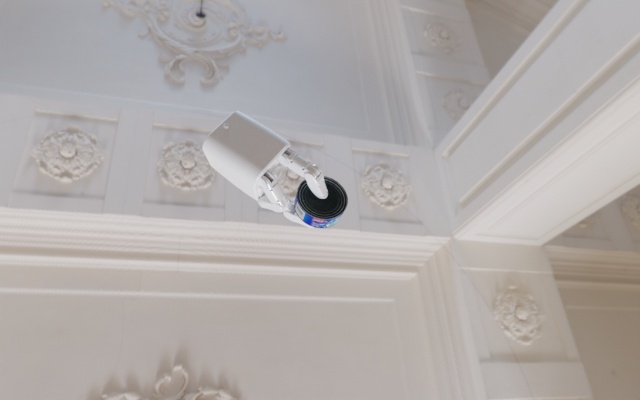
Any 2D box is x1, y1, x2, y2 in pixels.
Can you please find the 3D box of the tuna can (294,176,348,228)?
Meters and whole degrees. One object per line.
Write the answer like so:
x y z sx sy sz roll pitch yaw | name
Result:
0.000 0.003 0.791 0.086 0.086 0.034 0 -33 -14 | tuna can
